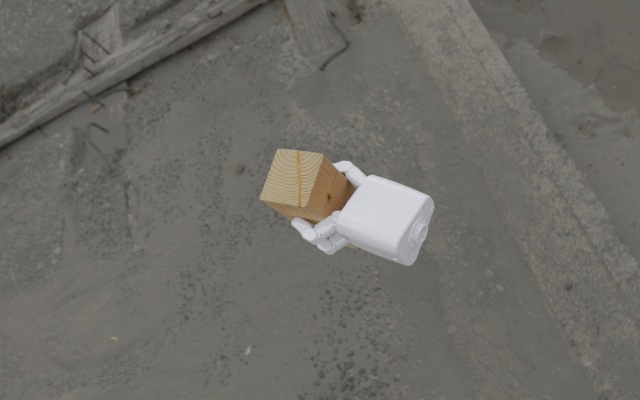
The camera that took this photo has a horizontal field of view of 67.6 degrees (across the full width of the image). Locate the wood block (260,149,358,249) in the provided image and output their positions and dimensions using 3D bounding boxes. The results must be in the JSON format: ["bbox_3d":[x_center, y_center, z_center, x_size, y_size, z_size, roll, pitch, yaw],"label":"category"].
[{"bbox_3d":[0.001,0.002,0.806,0.090,0.090,0.206,10,-18,31],"label":"wood block"}]
